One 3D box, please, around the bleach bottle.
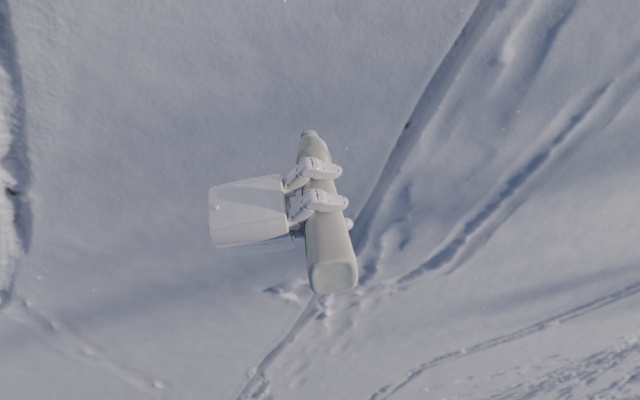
[{"bbox_3d":[0.000,0.002,0.704,0.068,0.250,0.103,-9,-35,-1],"label":"bleach bottle"}]
